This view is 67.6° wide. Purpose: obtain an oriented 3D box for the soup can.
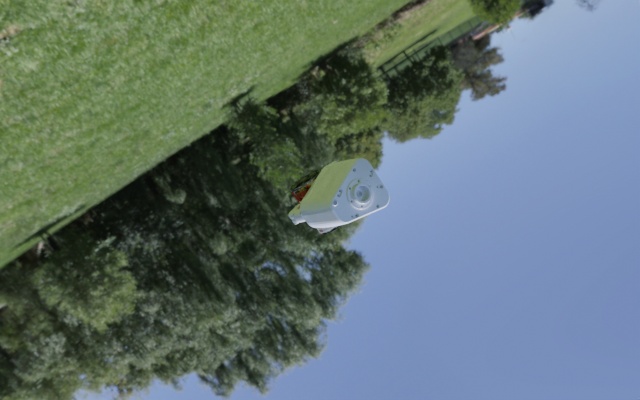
[{"bbox_3d":[0.000,0.003,0.874,0.068,0.102,0.068,-32,13,8],"label":"soup can"}]
